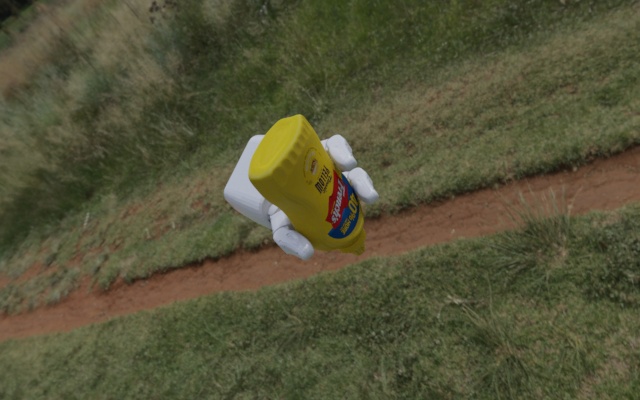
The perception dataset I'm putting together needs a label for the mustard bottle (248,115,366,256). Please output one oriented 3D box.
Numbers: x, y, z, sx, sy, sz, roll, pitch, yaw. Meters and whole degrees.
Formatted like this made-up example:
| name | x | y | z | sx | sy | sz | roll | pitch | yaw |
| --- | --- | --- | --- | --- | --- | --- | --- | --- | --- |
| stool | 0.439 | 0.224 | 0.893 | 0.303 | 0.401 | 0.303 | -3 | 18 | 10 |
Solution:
| name | x | y | z | sx | sy | sz | roll | pitch | yaw |
| --- | --- | --- | --- | --- | --- | --- | --- | --- | --- |
| mustard bottle | 0.000 | 0.002 | 0.549 | 0.058 | 0.096 | 0.192 | -9 | -46 | 35 |
